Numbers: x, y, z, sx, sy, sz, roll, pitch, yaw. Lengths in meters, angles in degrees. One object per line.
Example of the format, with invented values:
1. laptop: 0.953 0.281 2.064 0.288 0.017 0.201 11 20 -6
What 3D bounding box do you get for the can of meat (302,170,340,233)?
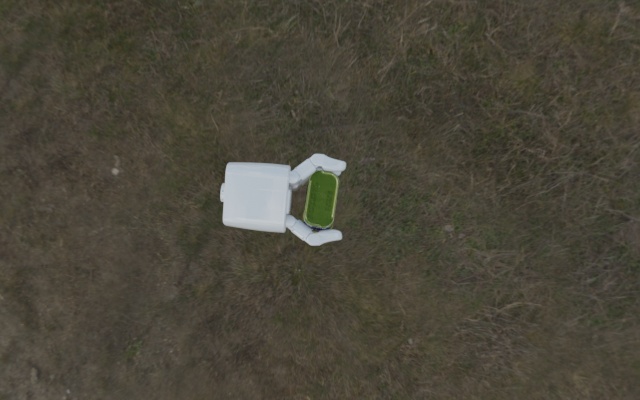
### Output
1. can of meat: 0.000 0.003 0.833 0.057 0.102 0.084 8 -8 -1
